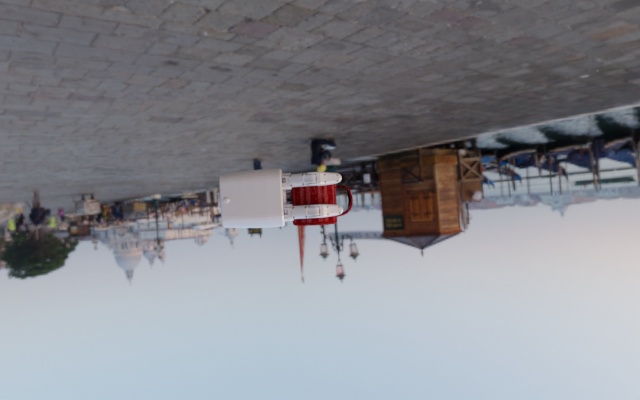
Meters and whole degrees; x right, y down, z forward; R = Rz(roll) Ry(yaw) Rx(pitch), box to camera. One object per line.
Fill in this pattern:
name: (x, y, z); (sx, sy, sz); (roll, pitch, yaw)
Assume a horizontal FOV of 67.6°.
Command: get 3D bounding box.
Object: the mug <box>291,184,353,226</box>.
mug: (0.002, 0.003, 0.863); (0.117, 0.081, 0.093); (-3, -1, -1)
